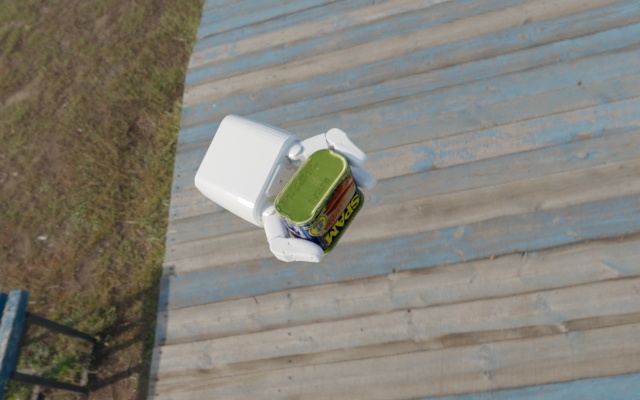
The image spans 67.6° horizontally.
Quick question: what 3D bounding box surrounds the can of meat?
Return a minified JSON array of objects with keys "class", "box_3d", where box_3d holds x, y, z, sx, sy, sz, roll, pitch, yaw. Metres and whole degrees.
[{"class":"can of meat","box_3d":[0.000,0.002,0.553,0.057,0.102,0.084,27,-18,28]}]
